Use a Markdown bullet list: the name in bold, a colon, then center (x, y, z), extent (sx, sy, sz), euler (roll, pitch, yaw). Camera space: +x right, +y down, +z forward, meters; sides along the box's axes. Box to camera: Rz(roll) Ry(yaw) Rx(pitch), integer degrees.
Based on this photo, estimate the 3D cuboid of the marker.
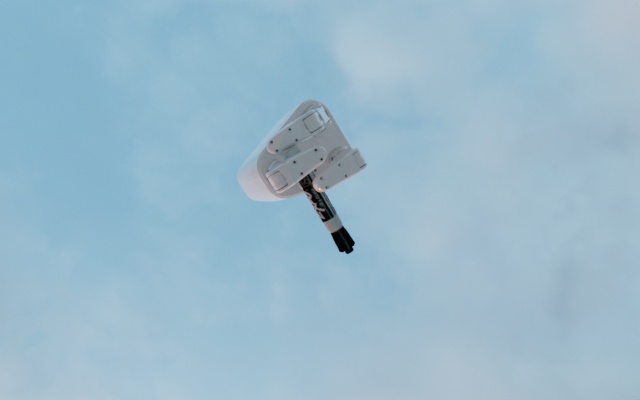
- **marker**: center (0.000, 0.002, 0.479), extent (0.020, 0.121, 0.020), euler (-30, 10, 6)
